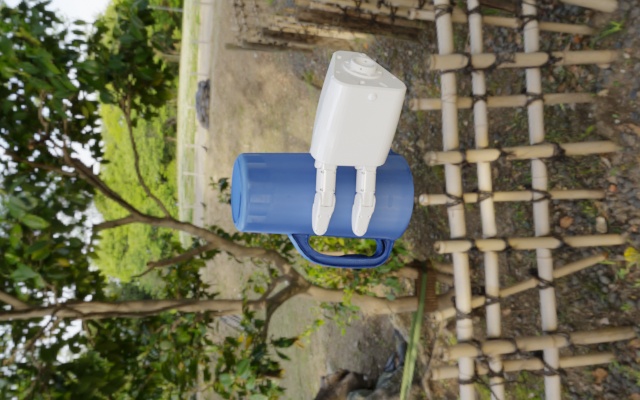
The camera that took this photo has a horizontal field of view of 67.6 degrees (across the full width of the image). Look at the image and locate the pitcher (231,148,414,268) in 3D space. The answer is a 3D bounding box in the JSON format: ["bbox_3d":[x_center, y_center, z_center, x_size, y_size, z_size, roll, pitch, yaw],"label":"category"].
[{"bbox_3d":[0.000,0.002,0.682,0.243,0.145,0.149,1,40,-18],"label":"pitcher"}]
